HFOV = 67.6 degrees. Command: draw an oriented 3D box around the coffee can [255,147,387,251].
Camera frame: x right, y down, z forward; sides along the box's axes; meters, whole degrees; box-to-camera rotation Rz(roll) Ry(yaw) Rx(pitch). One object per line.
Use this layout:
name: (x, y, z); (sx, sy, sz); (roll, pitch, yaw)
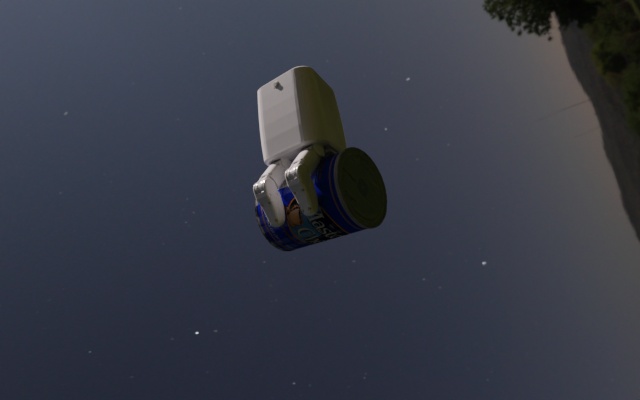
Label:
coffee can: (0.000, 0.002, 0.620); (0.140, 0.103, 0.103); (-19, -12, 36)
